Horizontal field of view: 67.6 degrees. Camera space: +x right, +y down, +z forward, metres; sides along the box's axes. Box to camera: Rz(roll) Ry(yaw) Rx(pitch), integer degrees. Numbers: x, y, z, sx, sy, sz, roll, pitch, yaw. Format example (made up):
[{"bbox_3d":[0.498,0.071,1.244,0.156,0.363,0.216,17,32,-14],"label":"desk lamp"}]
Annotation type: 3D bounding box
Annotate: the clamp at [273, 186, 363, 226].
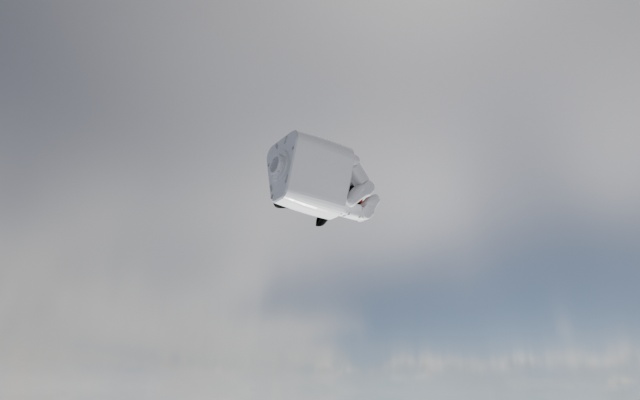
[{"bbox_3d":[0.000,0.003,0.834,0.120,0.039,0.171,16,-26,-32],"label":"clamp"}]
